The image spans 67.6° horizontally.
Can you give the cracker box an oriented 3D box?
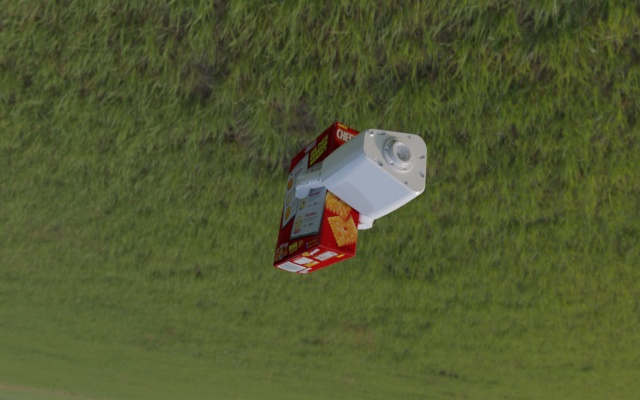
[{"bbox_3d":[0.000,0.003,0.794,0.072,0.213,0.164,20,-27,-24],"label":"cracker box"}]
